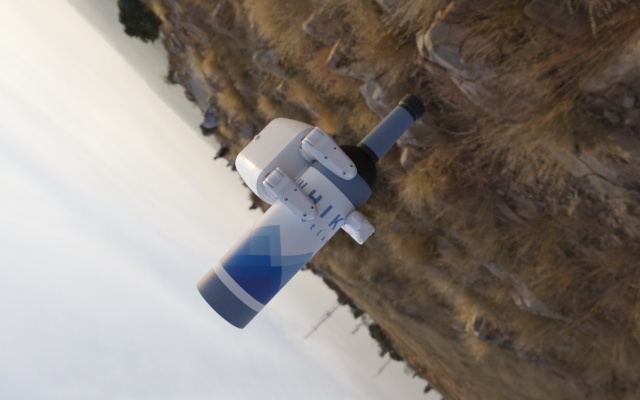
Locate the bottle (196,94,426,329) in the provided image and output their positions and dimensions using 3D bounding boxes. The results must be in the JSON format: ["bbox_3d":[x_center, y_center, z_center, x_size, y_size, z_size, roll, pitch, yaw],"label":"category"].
[{"bbox_3d":[0.000,0.002,0.496,0.069,0.295,0.069,44,-5,4],"label":"bottle"}]
